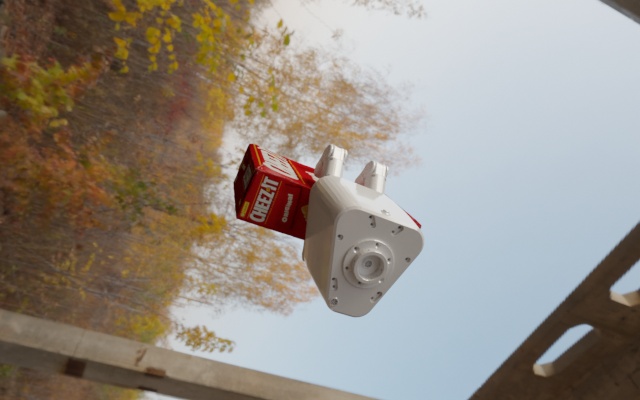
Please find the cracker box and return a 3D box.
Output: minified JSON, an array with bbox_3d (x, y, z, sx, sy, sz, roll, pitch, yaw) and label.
[{"bbox_3d":[0.000,0.002,0.621,0.214,0.072,0.164,20,11,-16],"label":"cracker box"}]
